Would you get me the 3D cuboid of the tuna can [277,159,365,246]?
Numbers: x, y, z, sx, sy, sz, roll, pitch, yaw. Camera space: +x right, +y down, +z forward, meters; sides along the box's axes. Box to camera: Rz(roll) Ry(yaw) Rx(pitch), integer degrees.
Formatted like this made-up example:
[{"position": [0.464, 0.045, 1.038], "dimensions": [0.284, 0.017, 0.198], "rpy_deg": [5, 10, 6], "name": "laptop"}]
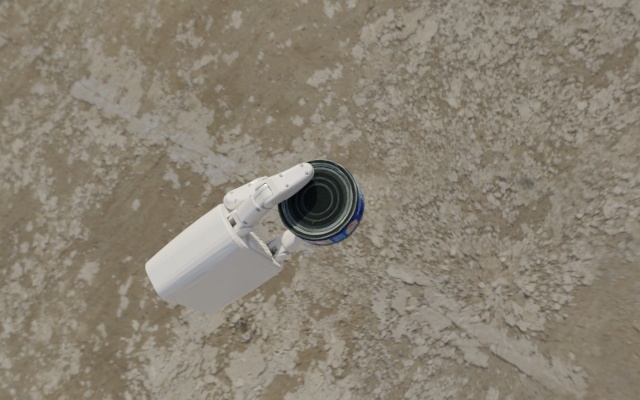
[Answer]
[{"position": [0.000, 0.001, 0.487], "dimensions": [0.086, 0.086, 0.034], "rpy_deg": [0, -13, 15], "name": "tuna can"}]
